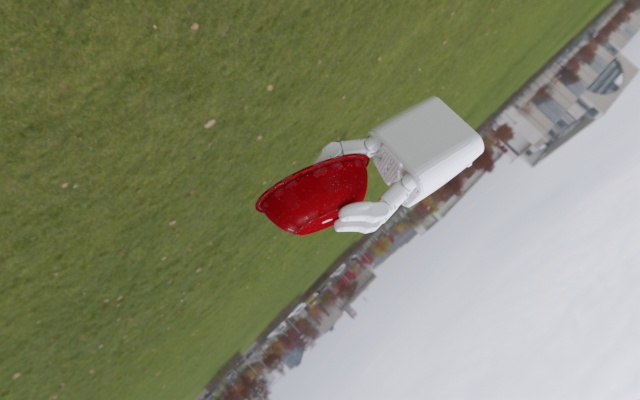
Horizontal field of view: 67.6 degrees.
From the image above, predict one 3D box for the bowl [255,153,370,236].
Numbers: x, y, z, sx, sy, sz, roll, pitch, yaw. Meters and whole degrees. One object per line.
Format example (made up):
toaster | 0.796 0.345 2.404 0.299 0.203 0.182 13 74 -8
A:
bowl | -0.001 0.003 0.616 0.162 0.055 0.162 -22 -13 -5
